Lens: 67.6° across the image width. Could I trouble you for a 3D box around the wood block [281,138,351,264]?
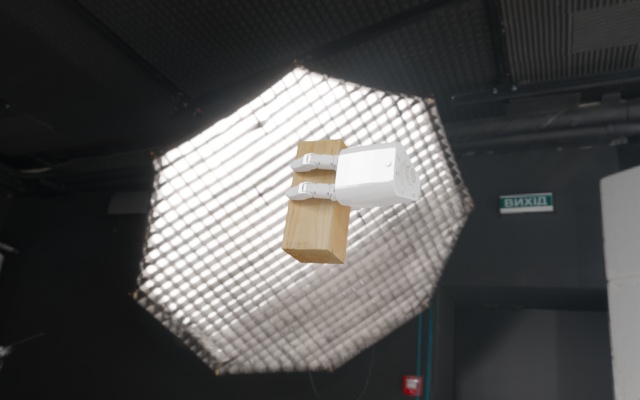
[{"bbox_3d":[0.001,0.003,0.861,0.090,0.206,0.091,-1,-23,22],"label":"wood block"}]
